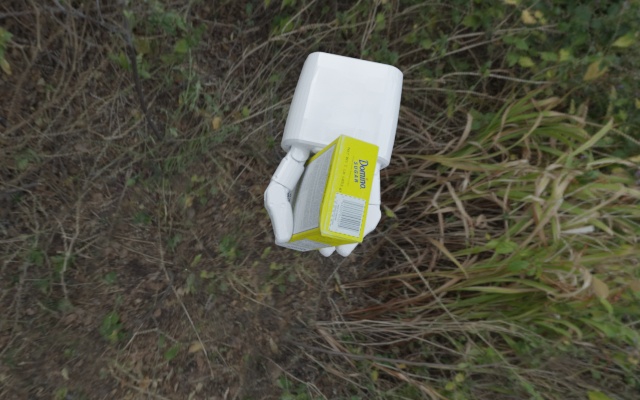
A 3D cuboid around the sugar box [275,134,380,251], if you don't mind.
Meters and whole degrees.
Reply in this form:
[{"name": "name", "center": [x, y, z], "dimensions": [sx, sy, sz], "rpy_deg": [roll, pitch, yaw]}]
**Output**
[{"name": "sugar box", "center": [0.001, 0.002, 0.497], "dimensions": [0.048, 0.093, 0.176], "rpy_deg": [15, -12, -13]}]
